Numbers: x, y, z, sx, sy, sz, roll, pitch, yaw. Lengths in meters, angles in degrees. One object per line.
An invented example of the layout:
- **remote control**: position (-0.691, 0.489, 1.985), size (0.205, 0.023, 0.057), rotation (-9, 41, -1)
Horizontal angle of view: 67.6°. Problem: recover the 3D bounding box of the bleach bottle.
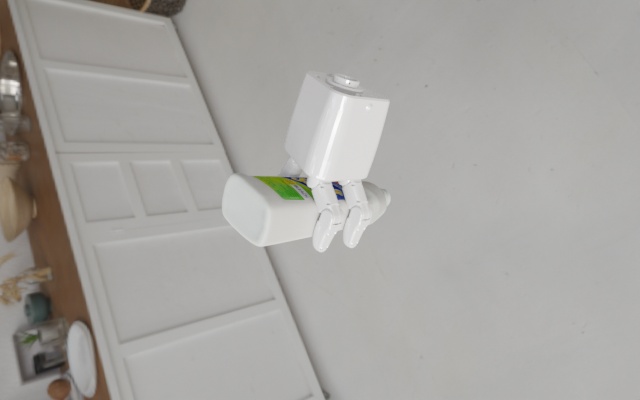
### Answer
- **bleach bottle**: position (0.000, 0.002, 0.650), size (0.251, 0.068, 0.102), rotation (-6, 33, -43)
